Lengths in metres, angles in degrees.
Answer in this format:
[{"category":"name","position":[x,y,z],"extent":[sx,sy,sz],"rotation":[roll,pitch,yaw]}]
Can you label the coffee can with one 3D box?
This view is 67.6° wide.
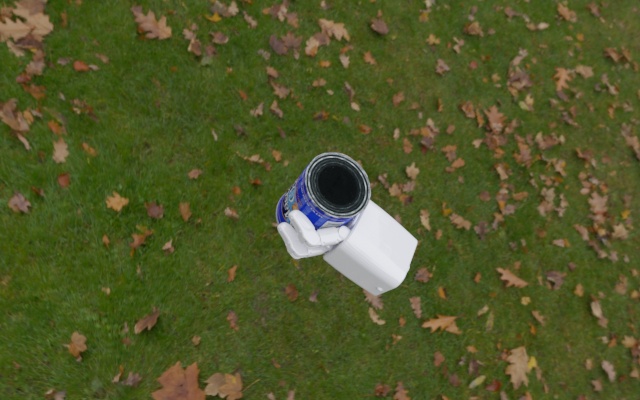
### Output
[{"category":"coffee can","position":[0.000,0.002,0.735],"extent":[0.103,0.102,0.140],"rotation":[0,-21,-23]}]
